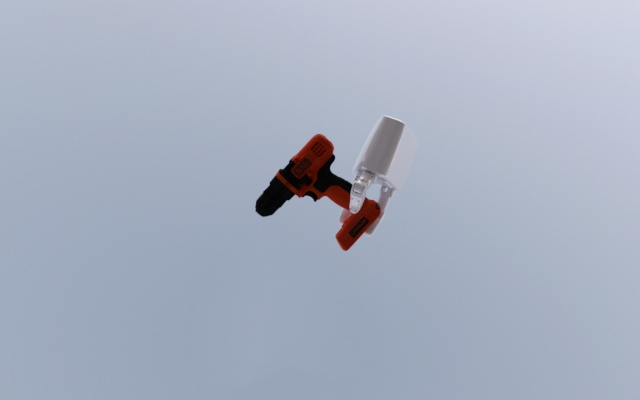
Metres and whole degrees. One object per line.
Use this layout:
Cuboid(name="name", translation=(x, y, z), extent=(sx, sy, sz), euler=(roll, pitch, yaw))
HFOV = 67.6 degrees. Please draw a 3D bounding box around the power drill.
Cuboid(name="power drill", translation=(0.001, 0.003, 0.861), extent=(0.187, 0.184, 0.057), euler=(42, 7, -6))
